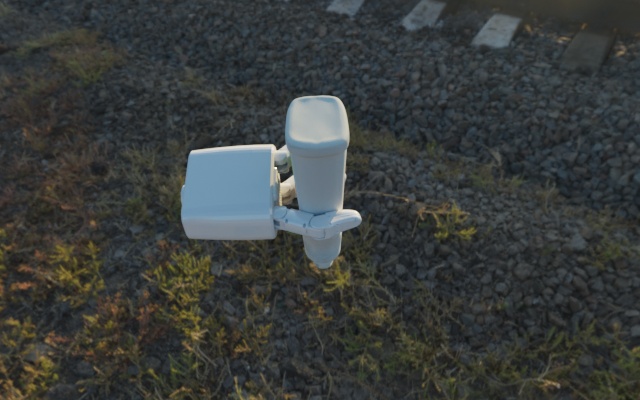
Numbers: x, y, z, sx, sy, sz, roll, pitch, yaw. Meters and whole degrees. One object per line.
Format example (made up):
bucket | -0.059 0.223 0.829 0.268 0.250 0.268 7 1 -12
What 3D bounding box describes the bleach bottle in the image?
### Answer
bleach bottle | 0.000 0.002 0.596 0.068 0.251 0.102 -2 43 1
